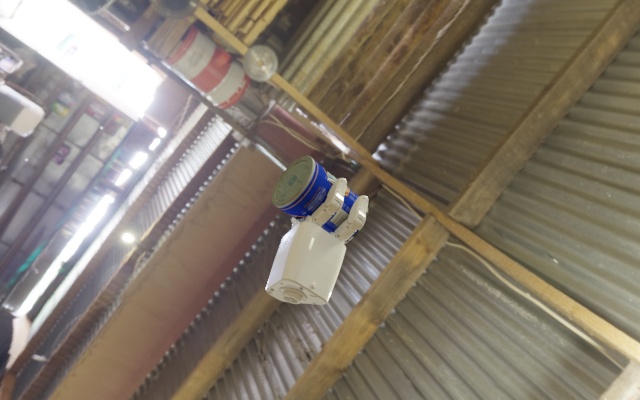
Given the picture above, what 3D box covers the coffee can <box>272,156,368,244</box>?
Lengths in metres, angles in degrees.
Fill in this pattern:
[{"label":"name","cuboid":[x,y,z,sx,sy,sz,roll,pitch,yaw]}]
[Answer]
[{"label":"coffee can","cuboid":[0.000,0.003,0.843,0.140,0.102,0.103,37,-19,-28]}]
